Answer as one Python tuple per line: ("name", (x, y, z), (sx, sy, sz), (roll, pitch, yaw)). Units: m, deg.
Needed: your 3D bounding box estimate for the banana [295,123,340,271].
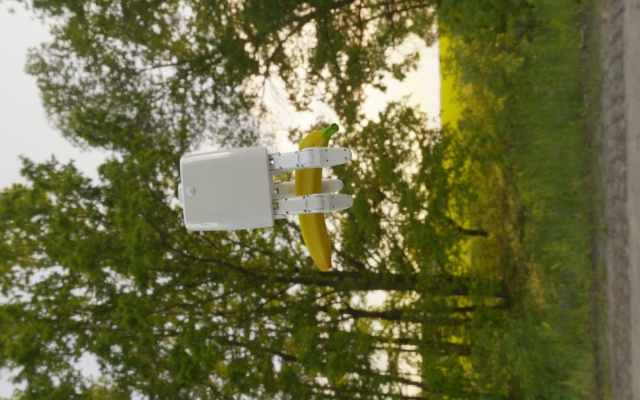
("banana", (-0.008, -0.006, 0.632), (0.037, 0.198, 0.069), (-8, 19, -27))
